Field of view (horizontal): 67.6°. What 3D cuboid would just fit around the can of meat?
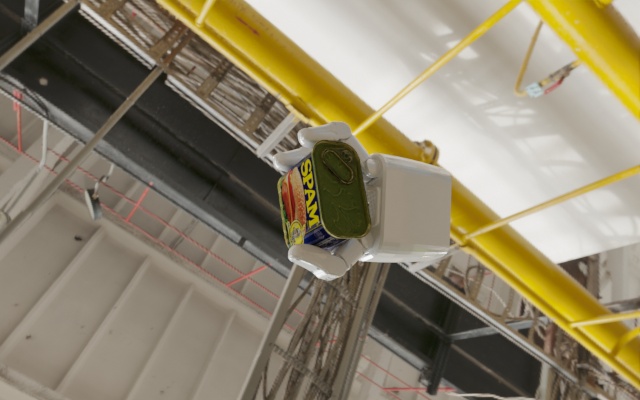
[{"bbox_3d":[0.000,0.002,0.496,0.057,0.102,0.084,3,-21,-32],"label":"can of meat"}]
